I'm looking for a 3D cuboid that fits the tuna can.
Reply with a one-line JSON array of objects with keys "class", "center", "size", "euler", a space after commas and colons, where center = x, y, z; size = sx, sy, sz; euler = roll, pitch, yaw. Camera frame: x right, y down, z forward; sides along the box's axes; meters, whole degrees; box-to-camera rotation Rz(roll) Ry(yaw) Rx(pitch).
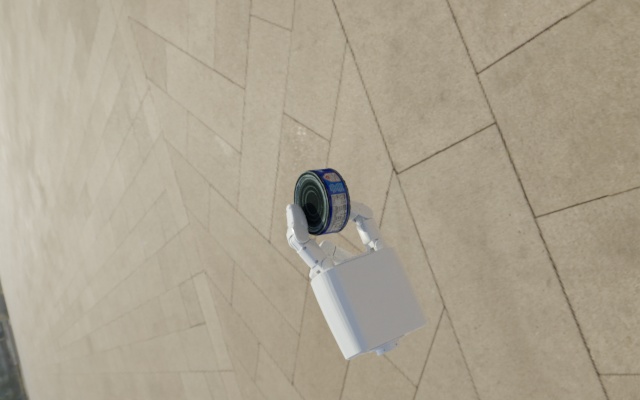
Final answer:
[{"class": "tuna can", "center": [0.000, 0.002, 0.614], "size": [0.034, 0.086, 0.086], "euler": [-8, 4, -33]}]
